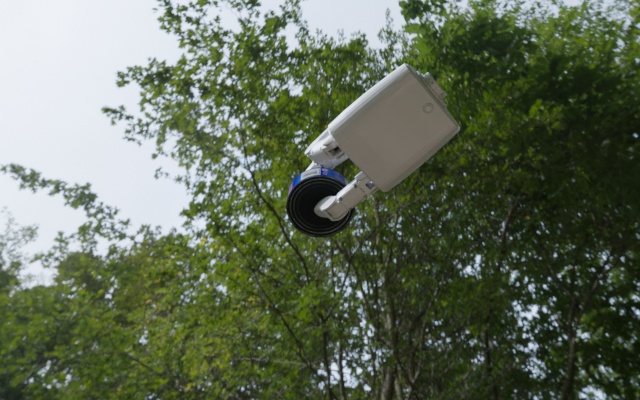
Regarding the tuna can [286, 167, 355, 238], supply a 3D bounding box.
[{"bbox_3d":[0.000,0.002,0.606,0.086,0.086,0.033,0,26,0],"label":"tuna can"}]
